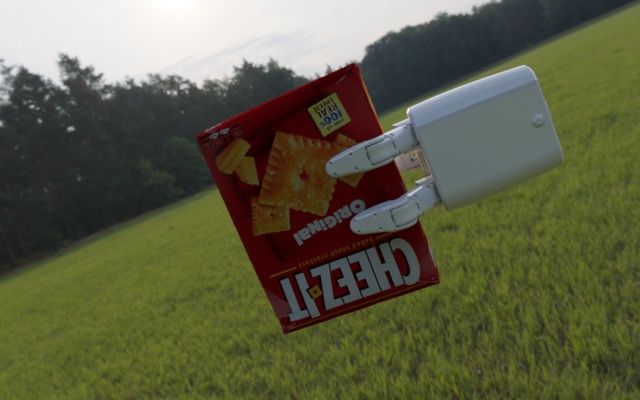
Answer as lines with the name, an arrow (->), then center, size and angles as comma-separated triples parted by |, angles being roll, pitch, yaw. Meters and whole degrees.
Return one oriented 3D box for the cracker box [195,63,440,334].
cracker box -> 0.000, 0.001, 0.462 | 0.164, 0.214, 0.072 | -21, 7, 12
